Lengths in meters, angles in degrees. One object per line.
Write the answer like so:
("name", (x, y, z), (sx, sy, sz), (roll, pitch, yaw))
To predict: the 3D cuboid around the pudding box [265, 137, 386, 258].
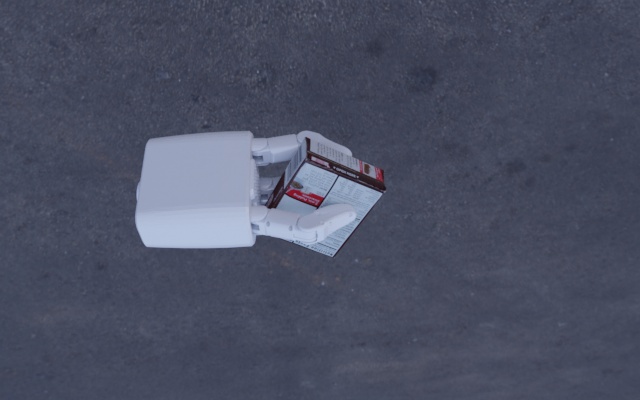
("pudding box", (0.000, 0.002, 0.487), (0.090, 0.039, 0.113), (21, -49, -18))
